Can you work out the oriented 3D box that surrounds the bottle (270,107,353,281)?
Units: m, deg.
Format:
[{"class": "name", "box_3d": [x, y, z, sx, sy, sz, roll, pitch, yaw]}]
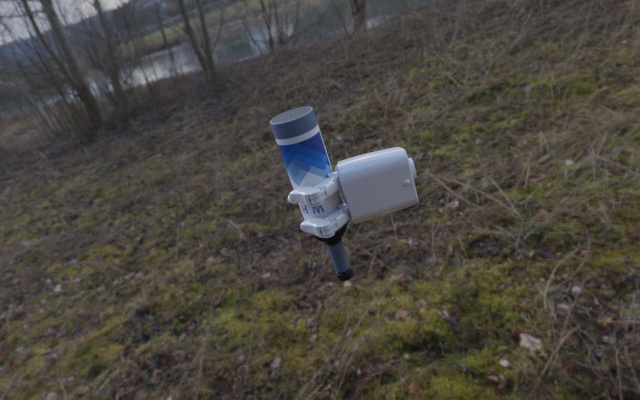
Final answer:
[{"class": "bottle", "box_3d": [0.000, 0.002, 0.758, 0.069, 0.296, 0.069, -15, 24, 7]}]
